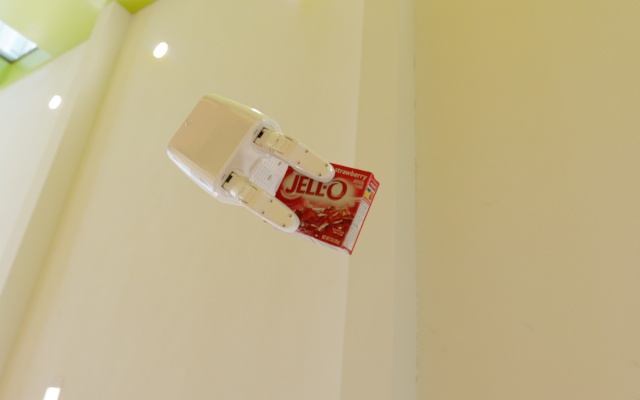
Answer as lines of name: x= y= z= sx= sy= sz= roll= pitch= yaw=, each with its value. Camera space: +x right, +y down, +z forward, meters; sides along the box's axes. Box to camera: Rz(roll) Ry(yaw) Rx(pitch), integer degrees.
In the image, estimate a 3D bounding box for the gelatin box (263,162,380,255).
gelatin box: x=0.001 y=0.002 z=0.442 sx=0.089 sy=0.073 sz=0.030 roll=17 pitch=-13 yaw=30
